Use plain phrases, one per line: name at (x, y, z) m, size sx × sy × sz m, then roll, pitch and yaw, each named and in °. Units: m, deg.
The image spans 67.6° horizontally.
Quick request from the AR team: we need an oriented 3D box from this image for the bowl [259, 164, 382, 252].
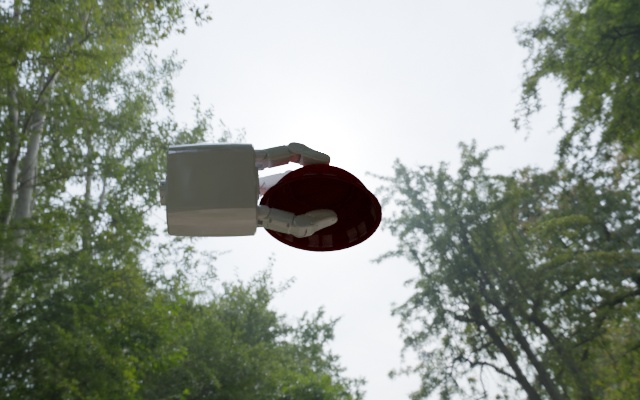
bowl at (0.001, 0.002, 0.635) m, size 0.162 × 0.055 × 0.162 m, roll 2°, pitch -40°, yaw 1°
